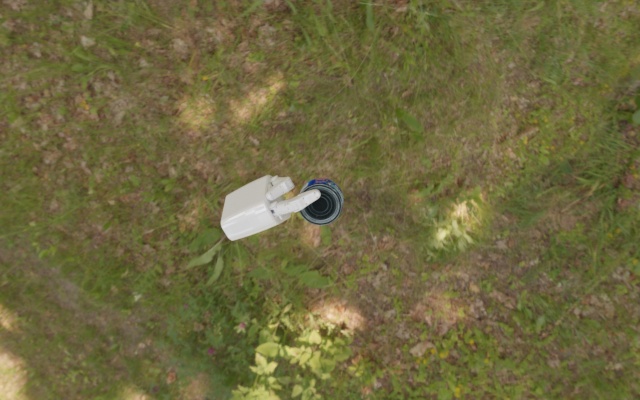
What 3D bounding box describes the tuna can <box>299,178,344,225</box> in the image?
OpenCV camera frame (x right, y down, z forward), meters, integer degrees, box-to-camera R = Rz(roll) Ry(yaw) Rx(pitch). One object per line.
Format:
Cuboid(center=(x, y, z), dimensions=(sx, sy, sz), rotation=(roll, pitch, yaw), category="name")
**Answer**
Cuboid(center=(0.000, 0.003, 0.899), dimensions=(0.086, 0.086, 0.033), rotation=(0, 20, 6), category="tuna can")
